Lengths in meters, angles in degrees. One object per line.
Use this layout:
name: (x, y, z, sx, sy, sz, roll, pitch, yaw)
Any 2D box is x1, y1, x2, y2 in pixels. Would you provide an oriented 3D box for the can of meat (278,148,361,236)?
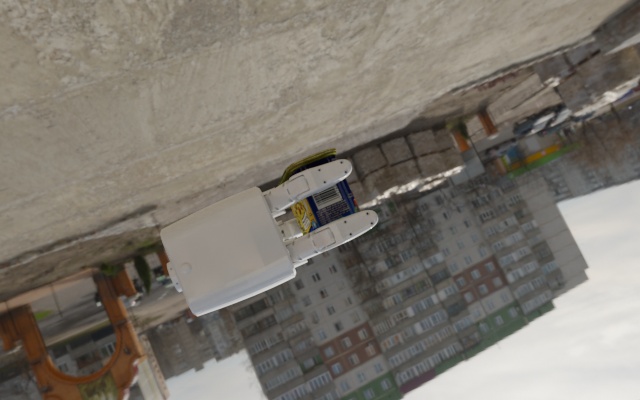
can of meat: (0.000, 0.002, 0.513, 0.057, 0.084, 0.102, -22, -6, -15)
